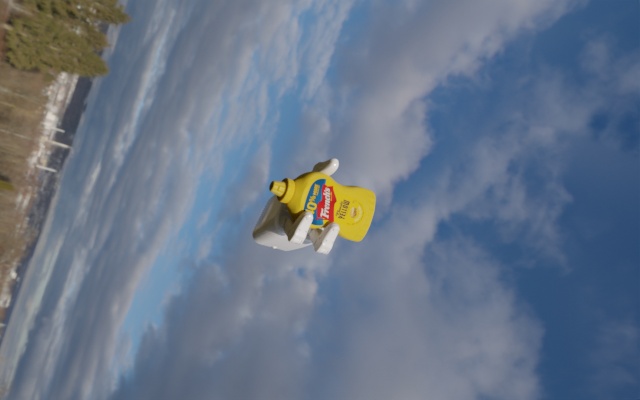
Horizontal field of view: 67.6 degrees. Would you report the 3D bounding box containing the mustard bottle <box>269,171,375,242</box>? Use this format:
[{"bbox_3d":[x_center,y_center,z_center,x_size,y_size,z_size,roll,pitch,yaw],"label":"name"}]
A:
[{"bbox_3d":[0.001,0.003,0.819,0.192,0.096,0.058,18,0,-28],"label":"mustard bottle"}]
